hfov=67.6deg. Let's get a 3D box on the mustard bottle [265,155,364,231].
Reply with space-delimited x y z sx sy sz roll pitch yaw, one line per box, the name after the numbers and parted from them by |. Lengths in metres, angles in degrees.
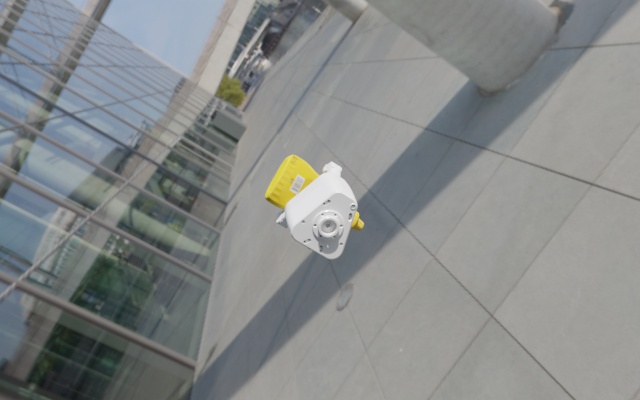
0.000 0.003 0.888 0.192 0.096 0.058 31 -13 -15 | mustard bottle
